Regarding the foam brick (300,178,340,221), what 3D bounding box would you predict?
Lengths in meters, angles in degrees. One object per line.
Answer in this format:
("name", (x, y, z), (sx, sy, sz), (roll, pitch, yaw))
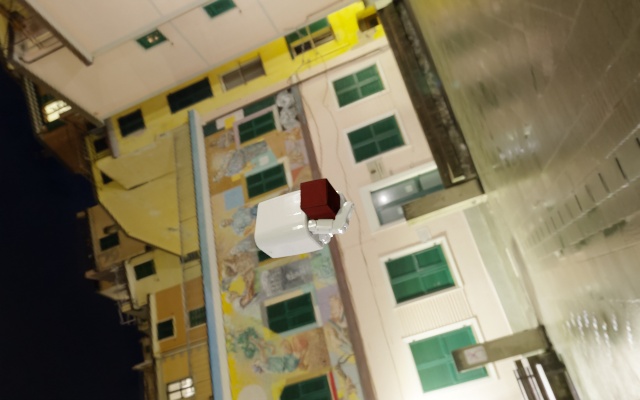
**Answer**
("foam brick", (0.000, 0.003, 0.852), (0.051, 0.053, 0.078), (-8, -27, 18))
